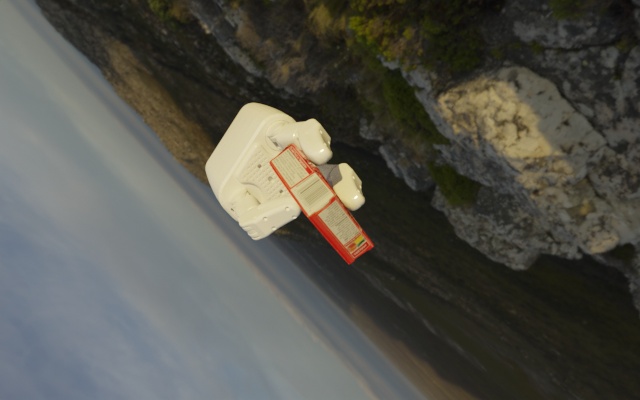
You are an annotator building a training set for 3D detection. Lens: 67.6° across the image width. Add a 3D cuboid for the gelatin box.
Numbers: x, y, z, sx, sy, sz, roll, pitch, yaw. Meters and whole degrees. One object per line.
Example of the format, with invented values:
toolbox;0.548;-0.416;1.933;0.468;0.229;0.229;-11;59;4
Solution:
gelatin box;0.000;0.002;0.401;0.073;0.030;0.089;52;0;-42
